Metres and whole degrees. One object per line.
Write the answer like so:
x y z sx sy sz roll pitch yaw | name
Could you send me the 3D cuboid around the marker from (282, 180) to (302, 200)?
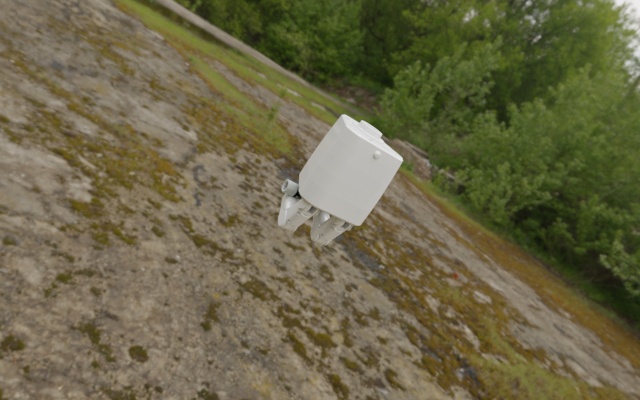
0.000 0.002 0.674 0.121 0.020 0.020 25 -13 -29 | marker
